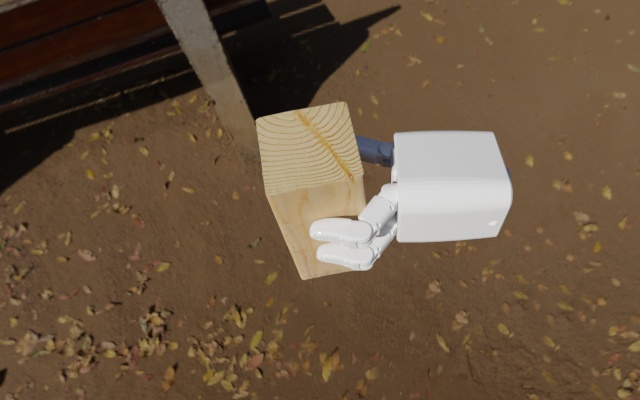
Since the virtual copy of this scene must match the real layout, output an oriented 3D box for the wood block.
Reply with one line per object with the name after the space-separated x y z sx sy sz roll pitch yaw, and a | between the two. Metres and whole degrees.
0.000 0.001 0.519 0.090 0.090 0.206 -11 -31 1 | wood block
